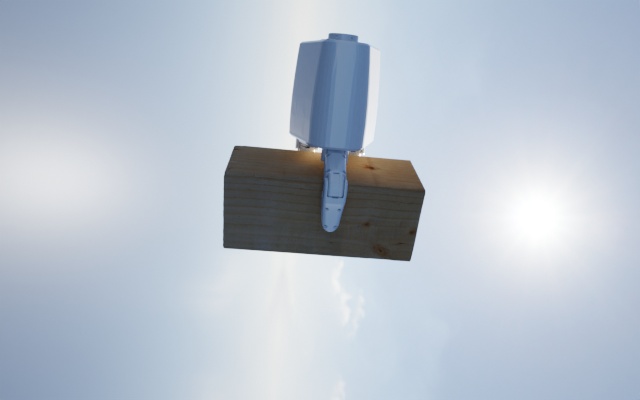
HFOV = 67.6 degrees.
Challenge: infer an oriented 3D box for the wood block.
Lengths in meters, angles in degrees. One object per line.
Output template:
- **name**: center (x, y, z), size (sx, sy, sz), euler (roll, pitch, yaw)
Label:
- **wood block**: center (0.000, 0.002, 0.537), size (0.206, 0.090, 0.090), euler (5, 27, -4)
